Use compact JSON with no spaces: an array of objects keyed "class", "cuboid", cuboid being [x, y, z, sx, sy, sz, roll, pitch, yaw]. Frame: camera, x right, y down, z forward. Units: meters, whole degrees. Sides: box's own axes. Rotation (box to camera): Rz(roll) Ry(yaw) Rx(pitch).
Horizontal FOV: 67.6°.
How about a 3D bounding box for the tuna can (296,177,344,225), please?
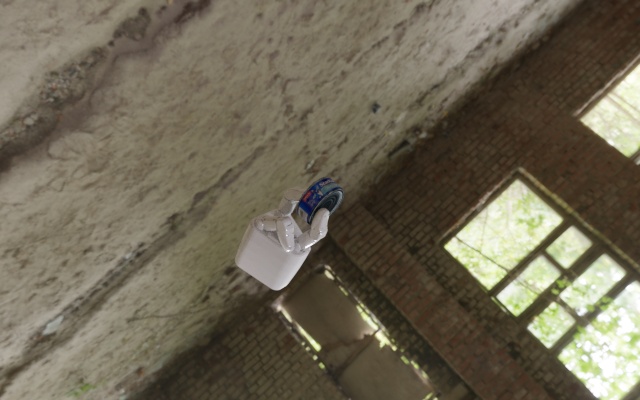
[{"class":"tuna can","cuboid":[0.001,0.003,0.827,0.033,0.086,0.086,42,19,22]}]
